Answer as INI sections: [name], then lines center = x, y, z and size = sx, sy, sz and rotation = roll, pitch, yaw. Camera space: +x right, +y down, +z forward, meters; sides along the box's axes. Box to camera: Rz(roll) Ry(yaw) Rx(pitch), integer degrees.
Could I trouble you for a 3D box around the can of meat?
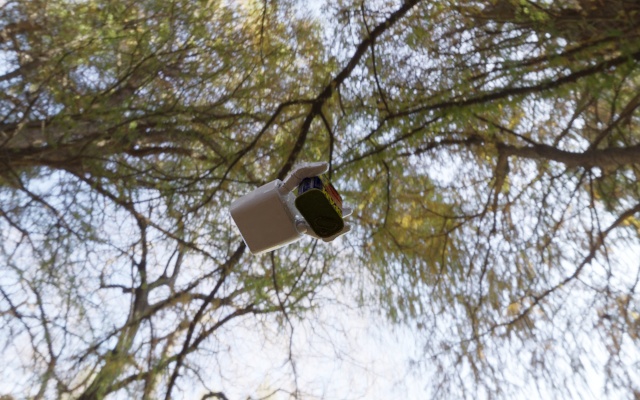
[can of meat]
center = 0.000, 0.003, 0.867
size = 0.057, 0.102, 0.084
rotation = -27, 27, 18
